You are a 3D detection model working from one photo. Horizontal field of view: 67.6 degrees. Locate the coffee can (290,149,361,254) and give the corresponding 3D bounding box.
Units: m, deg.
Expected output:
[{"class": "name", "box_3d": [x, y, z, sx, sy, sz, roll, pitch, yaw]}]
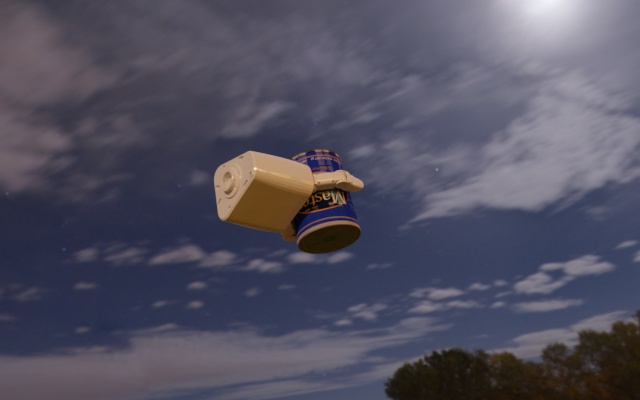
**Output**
[{"class": "coffee can", "box_3d": [0.000, 0.003, 0.783, 0.103, 0.140, 0.103, -11, -29, -6]}]
